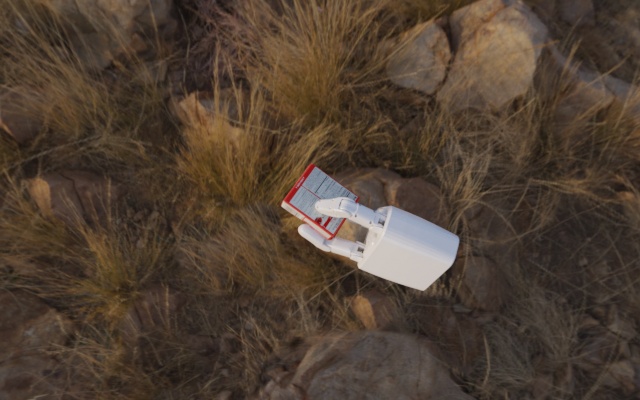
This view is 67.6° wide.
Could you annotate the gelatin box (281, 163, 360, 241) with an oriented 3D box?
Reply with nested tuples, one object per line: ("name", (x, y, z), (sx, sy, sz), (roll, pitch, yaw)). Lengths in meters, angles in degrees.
("gelatin box", (0.000, 0.002, 0.685), (0.089, 0.073, 0.030), (36, -21, -2))
